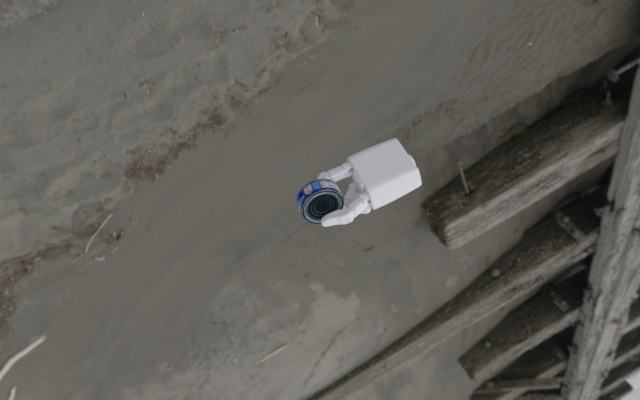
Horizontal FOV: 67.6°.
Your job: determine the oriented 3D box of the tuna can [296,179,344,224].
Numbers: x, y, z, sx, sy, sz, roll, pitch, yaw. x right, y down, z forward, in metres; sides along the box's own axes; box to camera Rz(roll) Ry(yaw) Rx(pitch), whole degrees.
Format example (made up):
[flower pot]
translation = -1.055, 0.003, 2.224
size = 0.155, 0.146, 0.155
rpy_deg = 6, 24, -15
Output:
[tuna can]
translation = 0.000, 0.003, 0.890
size = 0.086, 0.086, 0.033
rpy_deg = 0, 39, -22
